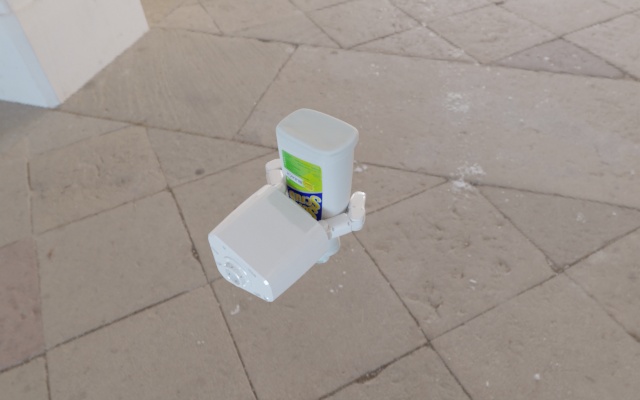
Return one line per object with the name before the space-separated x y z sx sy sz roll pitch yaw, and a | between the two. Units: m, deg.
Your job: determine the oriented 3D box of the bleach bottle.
bleach bottle | 0.000 0.002 0.657 0.102 0.251 0.068 28 53 29
